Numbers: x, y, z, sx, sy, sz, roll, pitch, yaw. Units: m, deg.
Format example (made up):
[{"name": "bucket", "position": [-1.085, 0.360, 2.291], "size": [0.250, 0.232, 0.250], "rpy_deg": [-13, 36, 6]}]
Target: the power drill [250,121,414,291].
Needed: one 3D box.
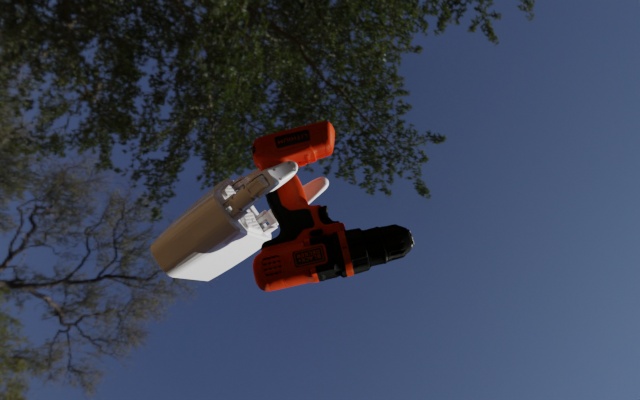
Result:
[{"name": "power drill", "position": [0.000, 0.002, 0.565], "size": [0.184, 0.187, 0.057], "rpy_deg": [-13, -22, -1]}]
